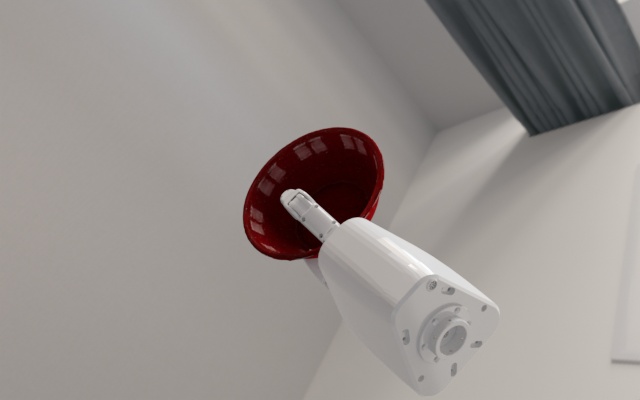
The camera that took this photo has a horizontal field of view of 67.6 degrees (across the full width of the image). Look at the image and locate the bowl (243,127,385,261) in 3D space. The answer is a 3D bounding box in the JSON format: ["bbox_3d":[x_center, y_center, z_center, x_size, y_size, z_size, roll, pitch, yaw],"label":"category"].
[{"bbox_3d":[0.000,0.001,0.502,0.162,0.162,0.055,0,-33,33],"label":"bowl"}]
